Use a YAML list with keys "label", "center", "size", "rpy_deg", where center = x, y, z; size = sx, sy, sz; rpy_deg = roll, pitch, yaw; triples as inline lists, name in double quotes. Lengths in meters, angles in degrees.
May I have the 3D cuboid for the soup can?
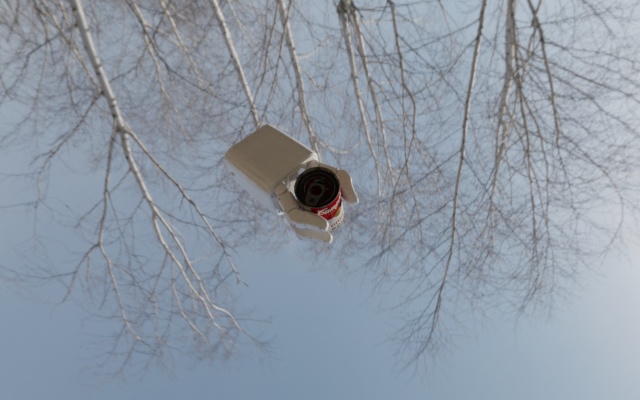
- label: "soup can"
  center: [0.001, 0.003, 0.738]
  size: [0.068, 0.068, 0.102]
  rpy_deg: [0, -26, 7]
